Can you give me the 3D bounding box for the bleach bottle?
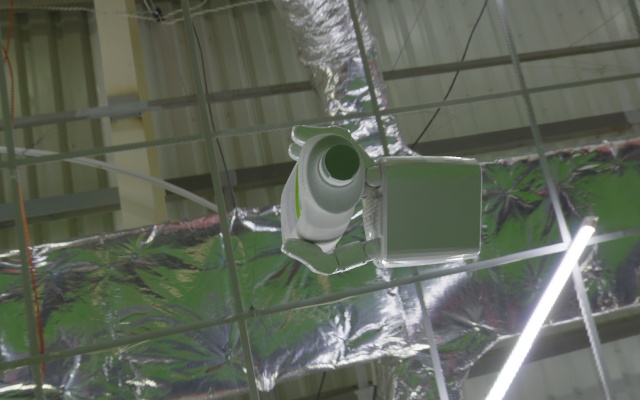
[{"bbox_3d":[0.000,0.001,0.483,0.068,0.102,0.251,-4,-10,-9],"label":"bleach bottle"}]
